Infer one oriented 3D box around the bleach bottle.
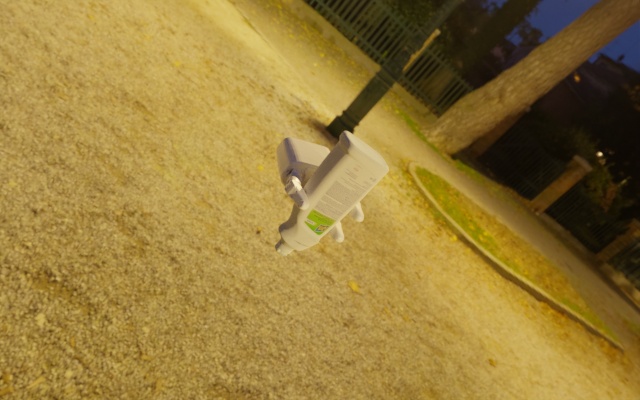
[{"bbox_3d":[0.000,0.003,0.838,0.102,0.251,0.068,30,24,-30],"label":"bleach bottle"}]
